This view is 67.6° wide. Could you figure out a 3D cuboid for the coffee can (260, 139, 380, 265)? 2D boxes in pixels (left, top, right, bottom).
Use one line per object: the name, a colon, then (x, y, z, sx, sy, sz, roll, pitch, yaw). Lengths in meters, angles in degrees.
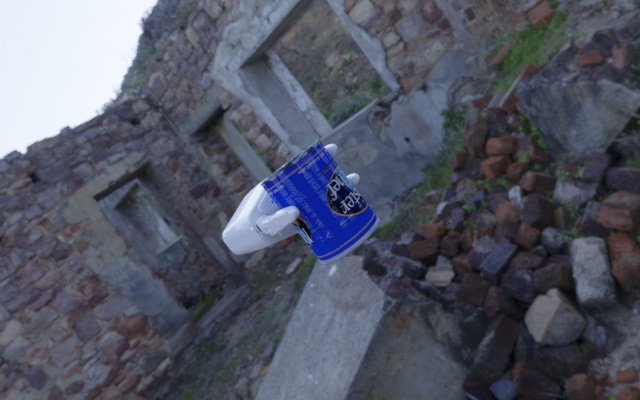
coffee can: (0.000, 0.002, 0.659, 0.103, 0.140, 0.103, -37, 8, 6)
